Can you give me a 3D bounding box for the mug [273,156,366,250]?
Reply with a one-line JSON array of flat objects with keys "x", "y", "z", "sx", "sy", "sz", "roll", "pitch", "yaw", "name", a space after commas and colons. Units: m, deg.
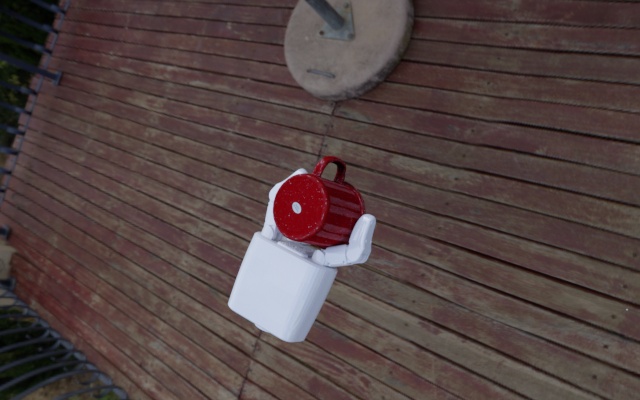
[{"x": 0.001, "y": 0.001, "z": 0.586, "sx": 0.093, "sy": 0.117, "sz": 0.081, "roll": 23, "pitch": 4, "yaw": 34, "name": "mug"}]
